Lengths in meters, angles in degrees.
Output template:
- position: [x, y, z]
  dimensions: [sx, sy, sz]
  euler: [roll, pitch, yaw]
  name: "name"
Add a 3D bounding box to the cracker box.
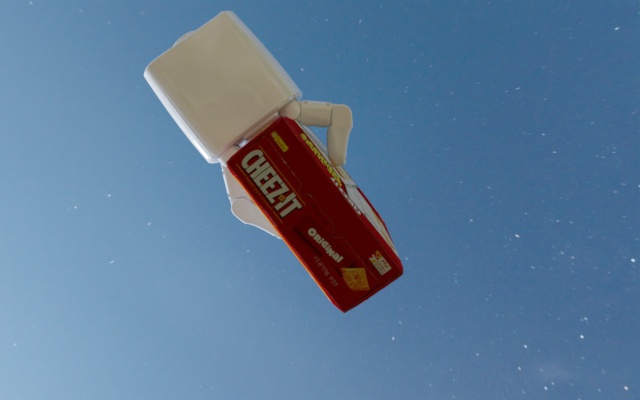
- position: [0.000, 0.001, 0.491]
  dimensions: [0.072, 0.164, 0.213]
  euler: [-38, 3, 8]
  name: "cracker box"
